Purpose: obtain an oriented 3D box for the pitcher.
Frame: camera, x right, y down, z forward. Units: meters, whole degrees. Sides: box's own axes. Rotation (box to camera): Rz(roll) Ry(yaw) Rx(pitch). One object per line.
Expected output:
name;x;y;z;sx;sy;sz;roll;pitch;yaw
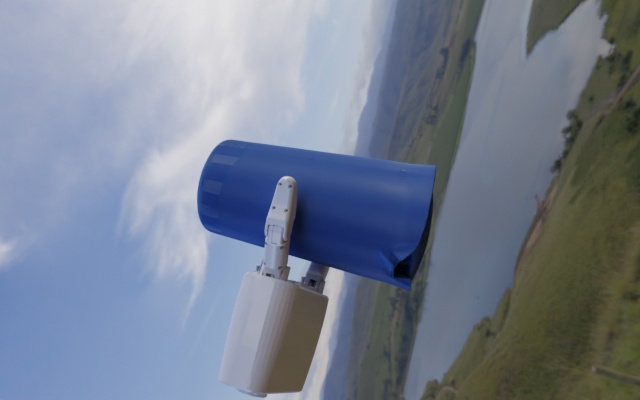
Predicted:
pitcher;0.000;0.002;0.529;0.243;0.145;0.149;12;-12;11
